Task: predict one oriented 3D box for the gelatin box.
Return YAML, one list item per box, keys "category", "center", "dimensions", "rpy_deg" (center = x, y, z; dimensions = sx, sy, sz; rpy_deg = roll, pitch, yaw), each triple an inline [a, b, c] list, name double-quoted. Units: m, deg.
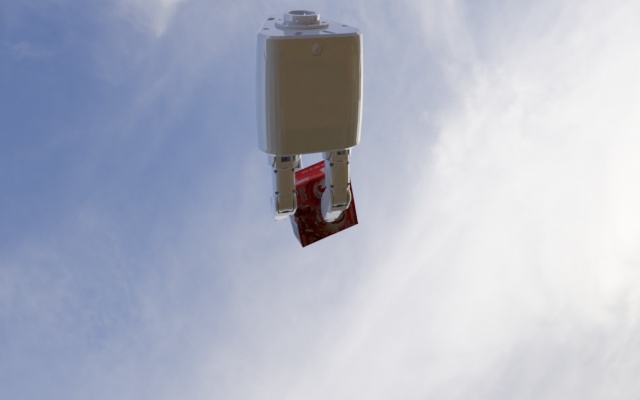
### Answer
- category: "gelatin box"
  center: [0.000, 0.002, 0.534]
  dimensions: [0.073, 0.089, 0.030]
  rpy_deg: [-23, 40, -13]
